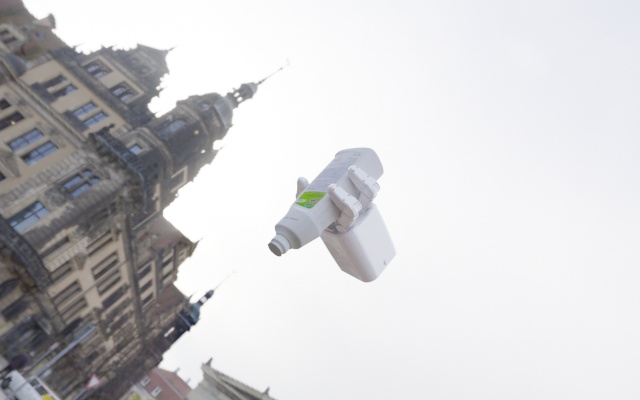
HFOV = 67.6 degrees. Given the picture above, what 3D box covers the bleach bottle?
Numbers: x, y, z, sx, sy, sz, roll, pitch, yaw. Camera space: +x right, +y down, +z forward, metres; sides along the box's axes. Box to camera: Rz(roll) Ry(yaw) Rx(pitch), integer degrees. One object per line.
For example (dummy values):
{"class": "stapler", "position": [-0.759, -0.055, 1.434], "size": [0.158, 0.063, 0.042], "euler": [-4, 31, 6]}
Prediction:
{"class": "bleach bottle", "position": [0.000, 0.003, 0.793], "size": [0.102, 0.068, 0.250], "euler": [-2, 33, 48]}
